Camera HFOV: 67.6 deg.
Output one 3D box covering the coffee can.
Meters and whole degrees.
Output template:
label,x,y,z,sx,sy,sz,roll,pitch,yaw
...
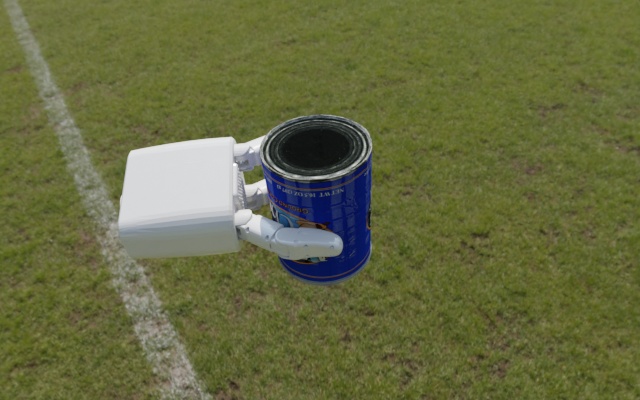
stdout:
label,x,y,z,sx,sy,sz,roll,pitch,yaw
coffee can,0.000,0.002,0.476,0.103,0.140,0.102,-3,42,2
